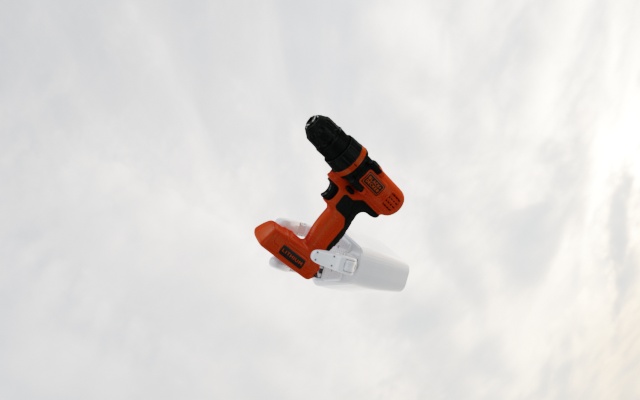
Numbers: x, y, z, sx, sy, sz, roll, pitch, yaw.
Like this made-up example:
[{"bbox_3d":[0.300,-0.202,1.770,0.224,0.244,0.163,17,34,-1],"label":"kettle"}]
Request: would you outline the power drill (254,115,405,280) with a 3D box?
[{"bbox_3d":[0.000,0.003,0.644,0.184,0.187,0.057,42,7,-25],"label":"power drill"}]
